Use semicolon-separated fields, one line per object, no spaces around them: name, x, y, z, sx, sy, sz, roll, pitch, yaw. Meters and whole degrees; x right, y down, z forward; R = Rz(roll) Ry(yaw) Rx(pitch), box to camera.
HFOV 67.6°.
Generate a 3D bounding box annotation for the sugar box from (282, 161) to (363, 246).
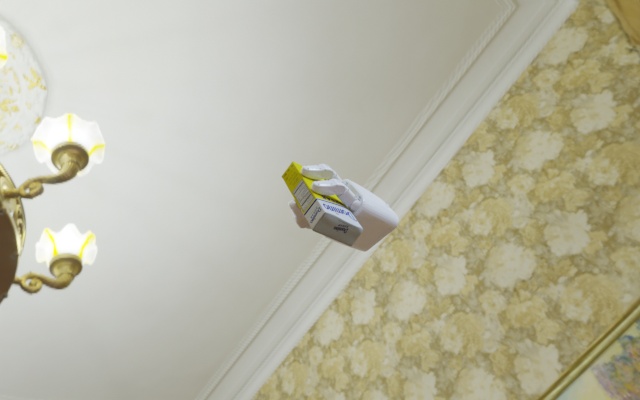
sugar box;0.001;0.002;0.853;0.093;0.048;0.176;25;17;-36
